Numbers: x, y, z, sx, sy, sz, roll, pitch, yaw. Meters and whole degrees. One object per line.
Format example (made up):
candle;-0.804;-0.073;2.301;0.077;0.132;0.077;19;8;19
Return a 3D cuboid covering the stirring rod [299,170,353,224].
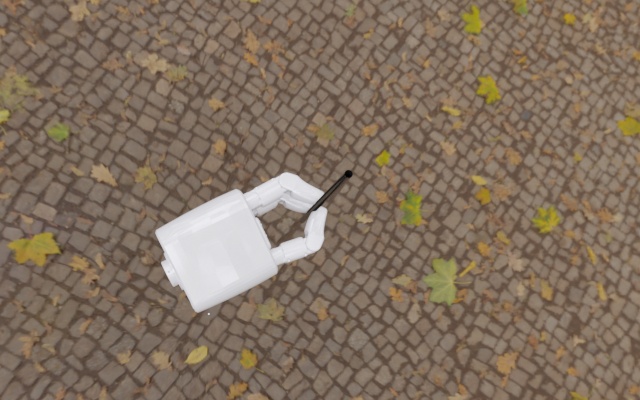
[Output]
stirring rod;0.000;0.002;0.568;0.011;0.011;0.239;0;-13;-13
